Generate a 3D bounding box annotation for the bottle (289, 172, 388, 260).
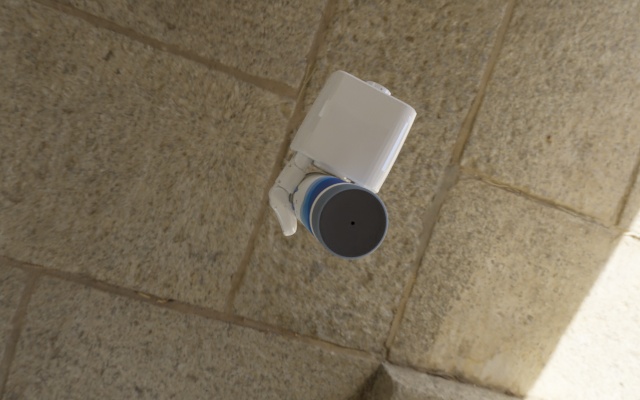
[{"bbox_3d":[0.000,0.002,0.567,0.069,0.069,0.295,0,7,-11],"label":"bottle"}]
